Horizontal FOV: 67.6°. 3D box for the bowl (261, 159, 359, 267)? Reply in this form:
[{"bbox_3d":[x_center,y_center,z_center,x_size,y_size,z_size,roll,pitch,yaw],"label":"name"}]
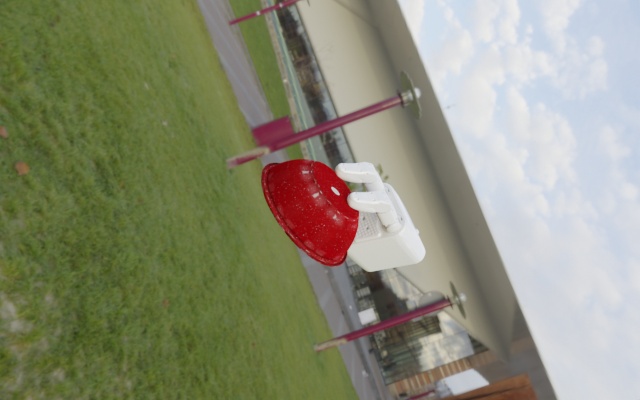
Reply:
[{"bbox_3d":[0.000,0.002,0.611,0.055,0.162,0.162,-38,-16,22],"label":"bowl"}]
